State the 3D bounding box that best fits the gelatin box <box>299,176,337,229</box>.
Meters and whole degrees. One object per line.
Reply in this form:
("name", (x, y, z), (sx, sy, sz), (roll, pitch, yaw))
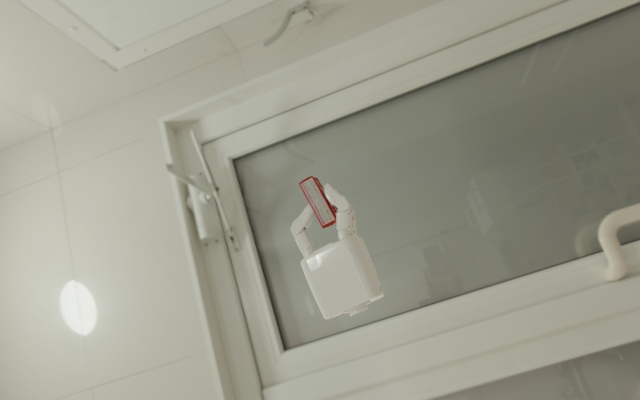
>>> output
("gelatin box", (0.000, 0.003, 0.829), (0.030, 0.089, 0.073), (-30, -4, 6))
